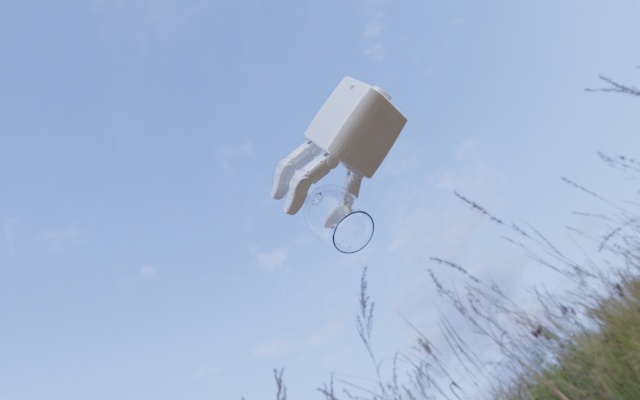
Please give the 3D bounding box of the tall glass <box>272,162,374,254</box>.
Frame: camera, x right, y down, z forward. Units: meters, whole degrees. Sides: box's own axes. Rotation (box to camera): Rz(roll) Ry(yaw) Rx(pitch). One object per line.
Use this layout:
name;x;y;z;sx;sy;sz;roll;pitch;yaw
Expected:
tall glass;0.000;0.002;0.695;0.079;0.079;0.201;0;24;-28
